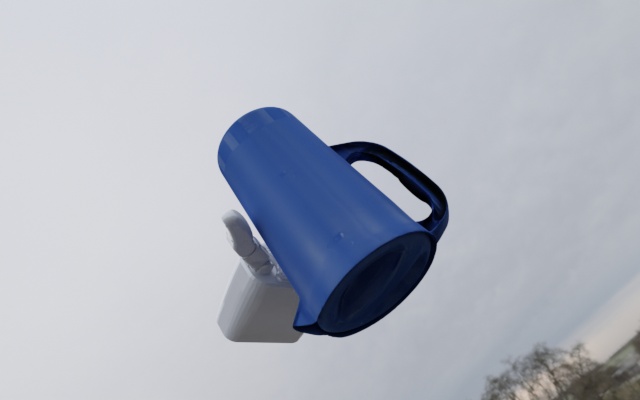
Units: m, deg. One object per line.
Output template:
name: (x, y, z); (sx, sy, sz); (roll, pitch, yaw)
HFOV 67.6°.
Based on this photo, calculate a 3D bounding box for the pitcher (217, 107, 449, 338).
pitcher: (0.000, 0.002, 0.492); (0.149, 0.145, 0.242); (-5, 42, -41)
